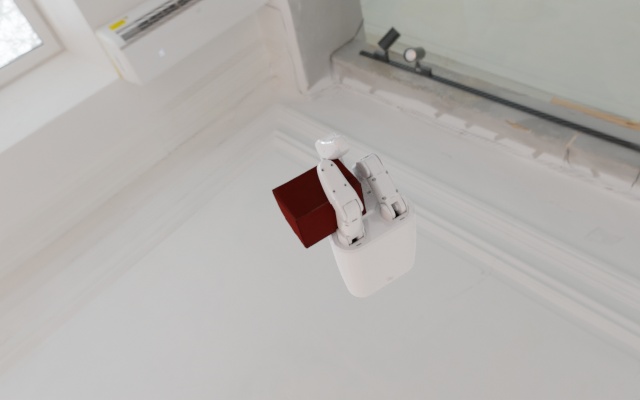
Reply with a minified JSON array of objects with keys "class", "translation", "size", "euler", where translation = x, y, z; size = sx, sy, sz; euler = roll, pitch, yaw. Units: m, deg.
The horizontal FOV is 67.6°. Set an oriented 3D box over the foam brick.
[{"class":"foam brick","translation":[0.000,0.002,0.493],"size":[0.078,0.051,0.053],"euler":[-29,51,-12]}]
